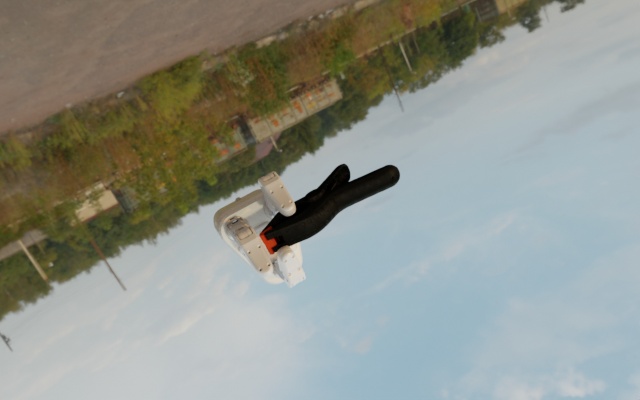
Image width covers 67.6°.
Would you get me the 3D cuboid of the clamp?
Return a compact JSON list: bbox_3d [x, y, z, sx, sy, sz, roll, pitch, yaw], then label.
[{"bbox_3d":[0.000,0.002,0.568,0.171,0.039,0.120,-29,13,-14],"label":"clamp"}]
